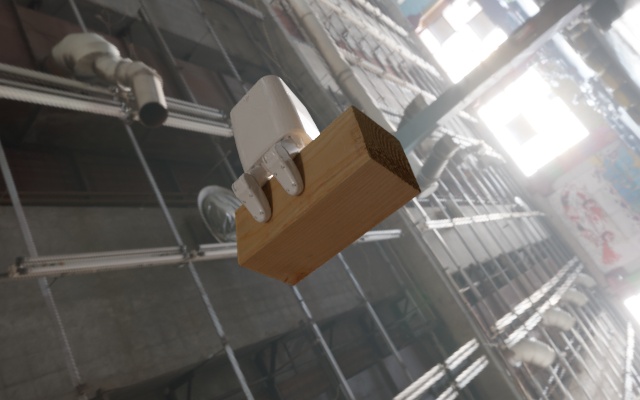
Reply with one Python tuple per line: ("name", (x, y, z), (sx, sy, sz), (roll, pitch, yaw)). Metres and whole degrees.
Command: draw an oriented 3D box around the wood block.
("wood block", (0.000, 0.002, 0.559), (0.091, 0.090, 0.206), (28, -55, -37))
